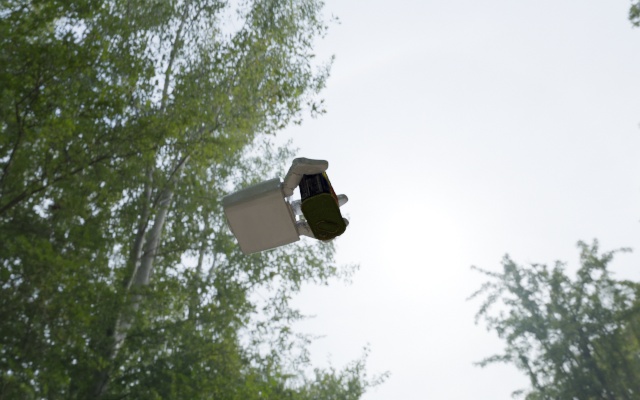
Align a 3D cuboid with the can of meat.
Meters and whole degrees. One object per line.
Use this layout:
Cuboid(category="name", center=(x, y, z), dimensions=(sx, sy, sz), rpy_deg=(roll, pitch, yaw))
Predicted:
Cuboid(category="can of meat", center=(0.000, 0.002, 0.806), dimensions=(0.057, 0.102, 0.084), rpy_deg=(-20, 41, 6))
